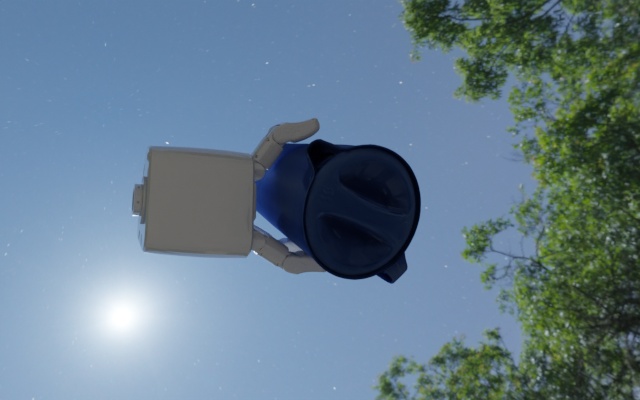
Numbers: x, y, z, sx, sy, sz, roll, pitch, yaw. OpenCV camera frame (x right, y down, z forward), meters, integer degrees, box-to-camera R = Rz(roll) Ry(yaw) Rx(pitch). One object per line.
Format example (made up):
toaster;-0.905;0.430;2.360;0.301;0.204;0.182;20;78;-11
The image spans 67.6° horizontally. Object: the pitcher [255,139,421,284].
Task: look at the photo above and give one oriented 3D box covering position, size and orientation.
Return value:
pitcher;0.000;0.002;0.565;0.145;0.149;0.243;4;8;-26
